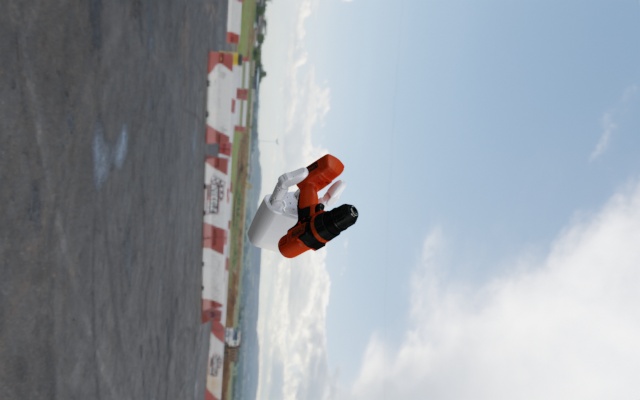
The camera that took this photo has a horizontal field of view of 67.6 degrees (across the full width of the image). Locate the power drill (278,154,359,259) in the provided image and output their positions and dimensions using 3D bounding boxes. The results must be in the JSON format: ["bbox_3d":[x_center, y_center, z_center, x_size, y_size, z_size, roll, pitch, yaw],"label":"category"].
[{"bbox_3d":[0.000,0.003,0.887,0.184,0.187,0.057,-29,-54,35],"label":"power drill"}]
